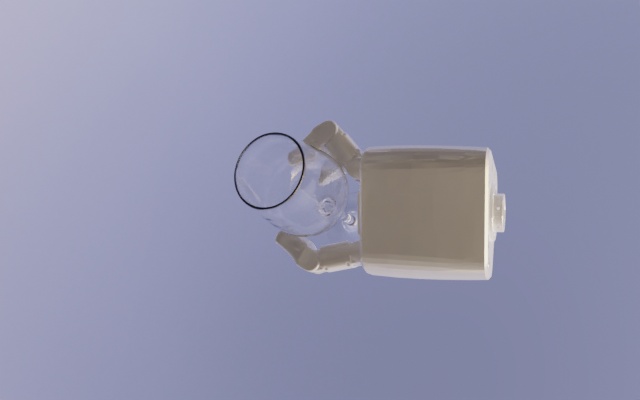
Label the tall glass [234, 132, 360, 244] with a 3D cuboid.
[{"bbox_3d":[0.000,0.002,0.448,0.079,0.079,0.201,0,-14,25],"label":"tall glass"}]
